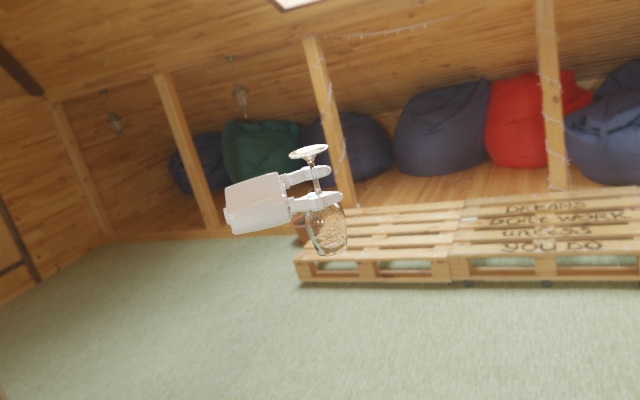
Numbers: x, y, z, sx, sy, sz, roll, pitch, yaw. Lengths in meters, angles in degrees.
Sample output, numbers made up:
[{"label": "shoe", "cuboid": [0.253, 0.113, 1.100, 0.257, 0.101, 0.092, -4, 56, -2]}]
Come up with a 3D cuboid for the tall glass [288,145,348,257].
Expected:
[{"label": "tall glass", "cuboid": [0.000, 0.002, 0.889, 0.079, 0.201, 0.079, -13, 18, 4]}]
